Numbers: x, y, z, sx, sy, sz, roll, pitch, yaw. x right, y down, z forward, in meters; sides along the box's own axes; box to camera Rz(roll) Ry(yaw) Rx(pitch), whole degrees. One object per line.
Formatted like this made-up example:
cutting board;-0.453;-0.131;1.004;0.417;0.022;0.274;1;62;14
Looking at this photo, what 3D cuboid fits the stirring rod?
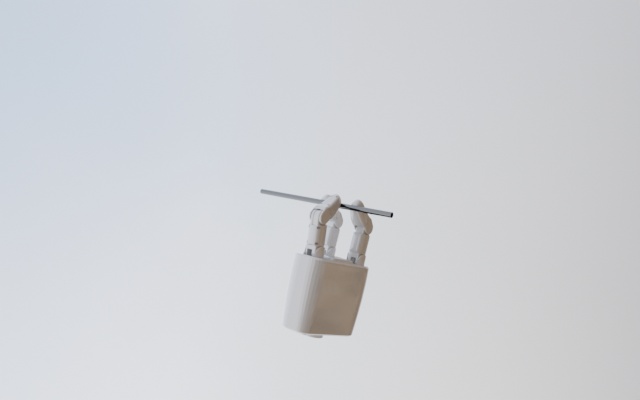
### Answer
stirring rod;0.000;0.002;0.713;0.239;0.011;0.011;10;6;36
